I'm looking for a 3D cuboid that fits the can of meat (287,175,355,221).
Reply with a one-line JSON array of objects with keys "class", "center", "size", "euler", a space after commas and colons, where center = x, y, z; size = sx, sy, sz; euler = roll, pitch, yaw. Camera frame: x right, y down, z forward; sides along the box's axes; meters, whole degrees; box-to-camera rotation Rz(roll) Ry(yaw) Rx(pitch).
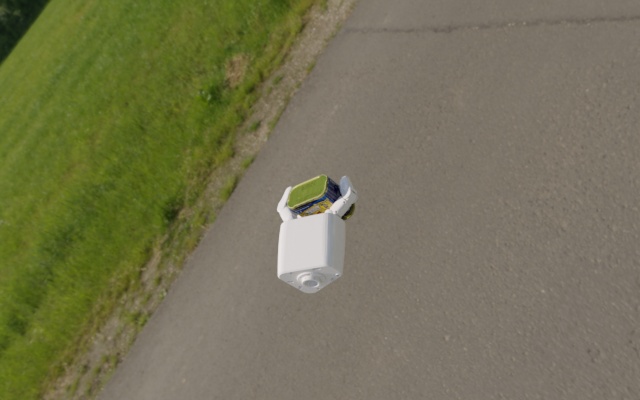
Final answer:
[{"class": "can of meat", "center": [0.000, 0.003, 0.899], "size": [0.102, 0.057, 0.084], "euler": [-22, -43, 33]}]
